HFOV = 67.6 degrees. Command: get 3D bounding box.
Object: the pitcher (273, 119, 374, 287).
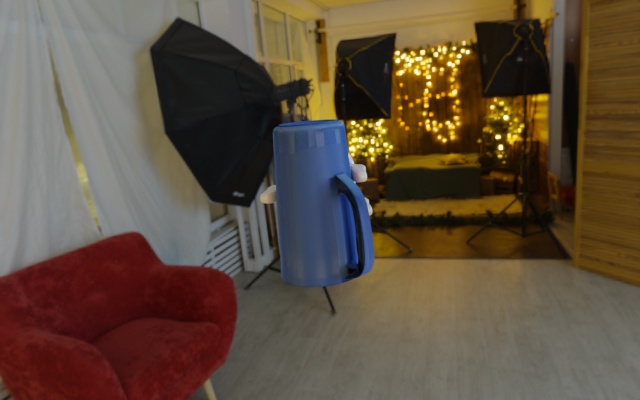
[{"bbox_3d":[0.000,0.002,0.729,0.149,0.243,0.145,-4,13,5],"label":"pitcher"}]
